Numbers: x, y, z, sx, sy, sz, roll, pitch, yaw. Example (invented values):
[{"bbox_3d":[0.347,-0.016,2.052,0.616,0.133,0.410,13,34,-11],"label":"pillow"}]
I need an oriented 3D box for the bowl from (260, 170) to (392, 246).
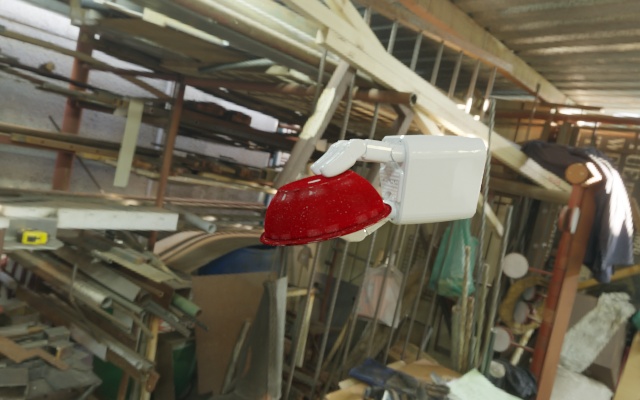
[{"bbox_3d":[-0.001,0.002,0.564,0.162,0.055,0.162,-14,10,2],"label":"bowl"}]
